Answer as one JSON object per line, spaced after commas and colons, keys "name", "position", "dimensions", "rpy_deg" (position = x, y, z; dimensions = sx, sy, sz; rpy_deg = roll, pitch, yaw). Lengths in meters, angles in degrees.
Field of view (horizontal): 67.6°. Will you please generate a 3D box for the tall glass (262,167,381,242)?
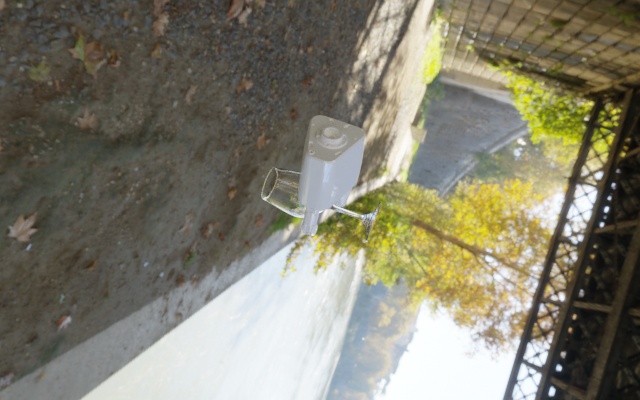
{"name": "tall glass", "position": [0.001, 0.003, 0.838], "dimensions": [0.201, 0.079, 0.079], "rpy_deg": [20, 3, 9]}
